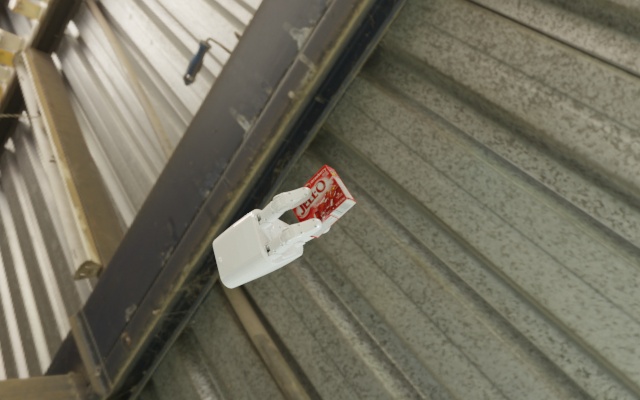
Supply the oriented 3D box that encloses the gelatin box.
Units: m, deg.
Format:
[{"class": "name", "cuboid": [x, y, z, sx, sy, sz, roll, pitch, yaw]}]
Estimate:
[{"class": "gelatin box", "cuboid": [0.001, 0.002, 0.733, 0.089, 0.073, 0.030, -43, -34, 19]}]
